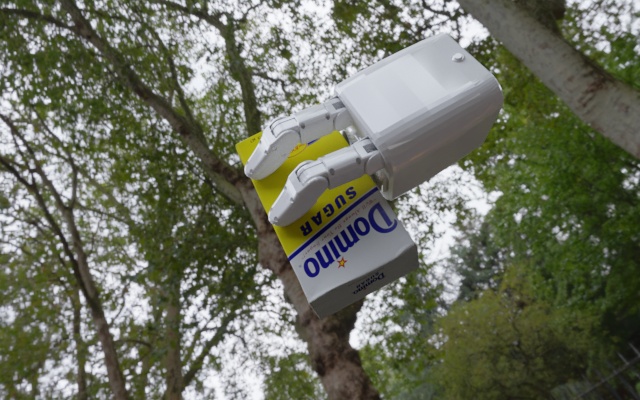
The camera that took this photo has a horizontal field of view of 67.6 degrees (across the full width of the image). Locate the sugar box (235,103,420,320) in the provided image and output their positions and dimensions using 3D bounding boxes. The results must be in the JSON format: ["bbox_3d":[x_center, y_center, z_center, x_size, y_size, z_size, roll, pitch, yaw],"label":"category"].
[{"bbox_3d":[0.000,0.001,0.410,0.093,0.176,0.048,-28,-36,-4],"label":"sugar box"}]
